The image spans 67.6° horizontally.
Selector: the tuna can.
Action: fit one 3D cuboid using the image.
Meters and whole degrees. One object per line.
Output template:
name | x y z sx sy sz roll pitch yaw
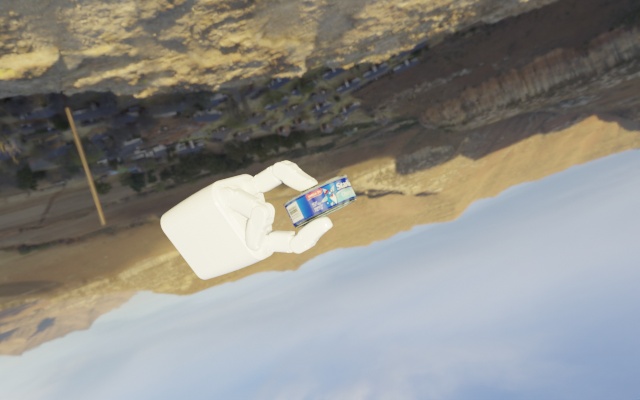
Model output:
tuna can | 0.000 0.002 0.584 0.086 0.034 0.086 -25 -4 -2
